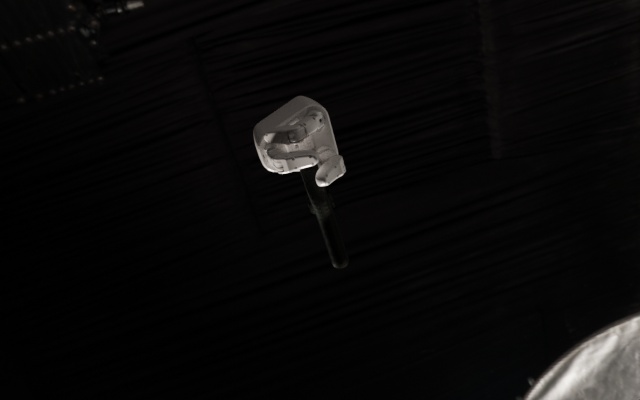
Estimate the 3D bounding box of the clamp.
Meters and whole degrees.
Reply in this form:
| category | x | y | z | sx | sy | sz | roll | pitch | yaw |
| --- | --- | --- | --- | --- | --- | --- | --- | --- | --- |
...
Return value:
| category | x | y | z | sx | sy | sz | roll | pitch | yaw |
| --- | --- | --- | --- | --- | --- | --- | --- | --- | --- |
| clamp | 0.000 | 0.002 | 0.691 | 0.039 | 0.171 | 0.120 | -19 | 24 | -6 |
